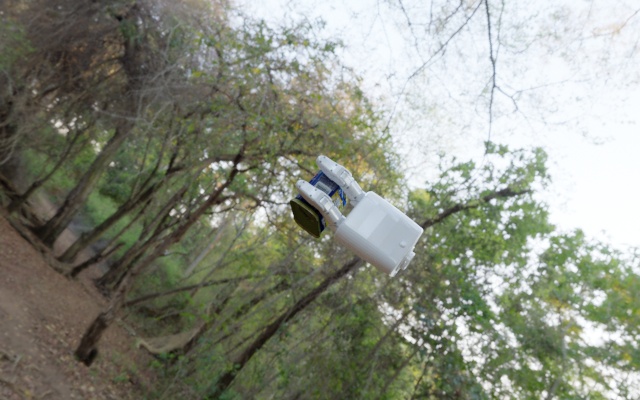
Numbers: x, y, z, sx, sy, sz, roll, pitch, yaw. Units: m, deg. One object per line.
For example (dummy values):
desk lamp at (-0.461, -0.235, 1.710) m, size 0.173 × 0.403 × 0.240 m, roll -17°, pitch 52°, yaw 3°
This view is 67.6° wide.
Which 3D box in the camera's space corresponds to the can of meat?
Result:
can of meat at (0.000, 0.002, 0.793) m, size 0.057 × 0.084 × 0.102 m, roll 35°, pitch -20°, yaw 19°
